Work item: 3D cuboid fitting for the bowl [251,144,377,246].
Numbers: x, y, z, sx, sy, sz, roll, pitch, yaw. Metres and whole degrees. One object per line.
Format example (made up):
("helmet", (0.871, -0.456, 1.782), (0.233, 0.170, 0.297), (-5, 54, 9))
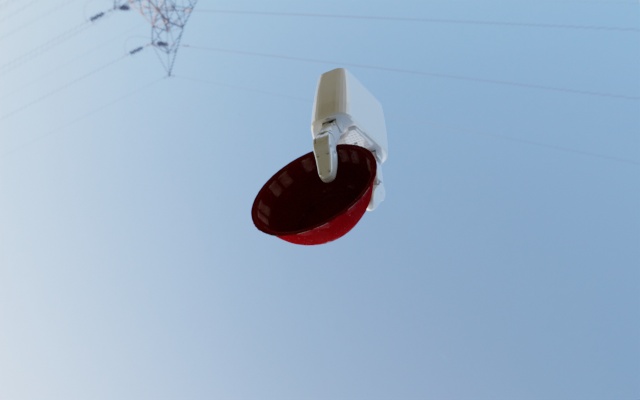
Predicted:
("bowl", (0.000, 0.003, 0.573), (0.162, 0.055, 0.162), (-20, 34, 14))
